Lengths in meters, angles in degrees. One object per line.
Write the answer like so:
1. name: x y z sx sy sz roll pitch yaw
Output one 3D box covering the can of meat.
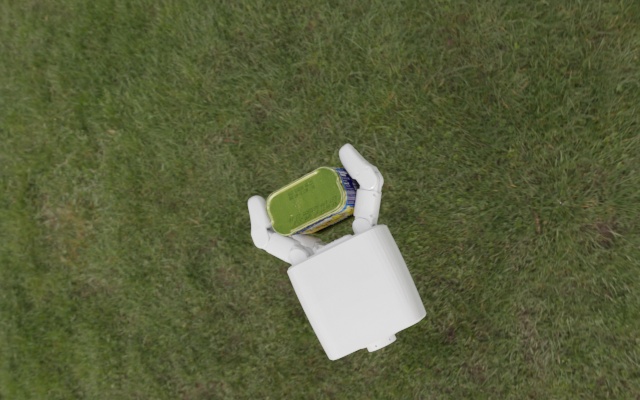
1. can of meat: 0.000 0.002 0.543 0.102 0.057 0.084 -27 -12 24
